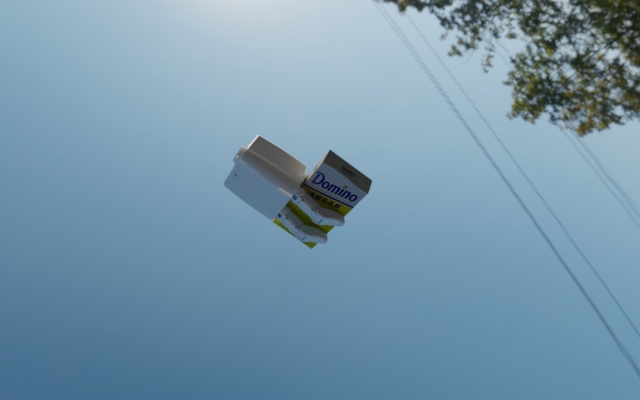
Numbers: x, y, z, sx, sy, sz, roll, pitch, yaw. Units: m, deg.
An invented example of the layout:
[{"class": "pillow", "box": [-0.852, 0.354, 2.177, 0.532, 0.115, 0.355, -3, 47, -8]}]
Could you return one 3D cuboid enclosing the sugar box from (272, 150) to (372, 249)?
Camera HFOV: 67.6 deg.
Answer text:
[{"class": "sugar box", "box": [0.000, 0.003, 0.831, 0.093, 0.048, 0.176, 35, -49, -9]}]
